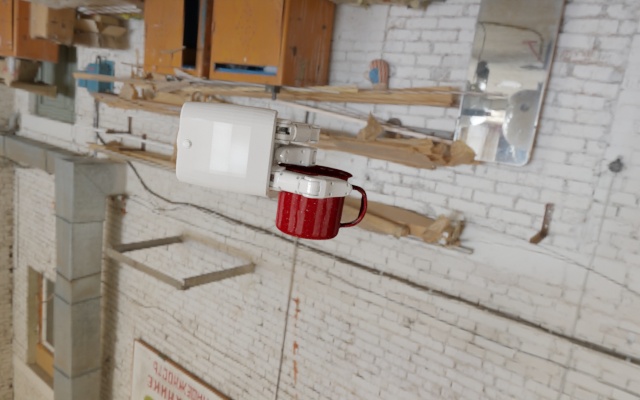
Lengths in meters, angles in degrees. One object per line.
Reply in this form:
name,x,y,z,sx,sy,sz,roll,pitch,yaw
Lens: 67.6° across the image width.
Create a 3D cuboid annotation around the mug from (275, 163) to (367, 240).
mug,0.001,0.002,0.598,0.117,0.081,0.093,9,11,-2
